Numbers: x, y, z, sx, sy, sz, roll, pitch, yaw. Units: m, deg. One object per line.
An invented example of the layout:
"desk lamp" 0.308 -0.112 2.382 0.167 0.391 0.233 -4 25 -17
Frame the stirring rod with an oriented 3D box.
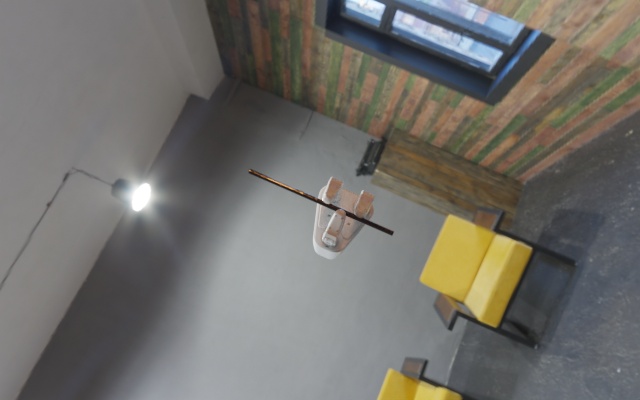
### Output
"stirring rod" 0.000 0.003 0.733 0.239 0.011 0.011 24 2 4
